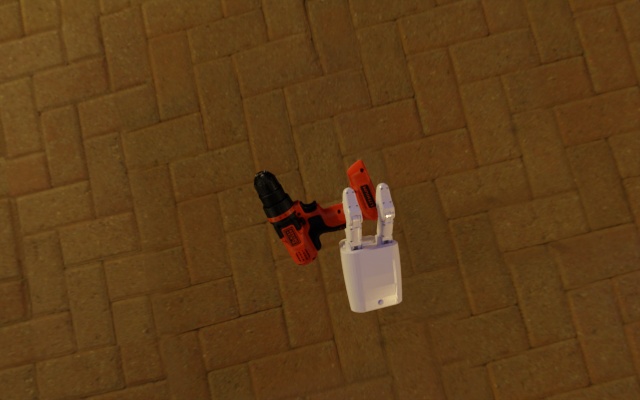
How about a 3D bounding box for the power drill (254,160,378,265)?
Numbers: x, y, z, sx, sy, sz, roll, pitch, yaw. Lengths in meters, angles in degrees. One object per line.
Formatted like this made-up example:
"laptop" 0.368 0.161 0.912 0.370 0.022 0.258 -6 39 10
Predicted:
"power drill" 0.001 0.003 0.811 0.187 0.184 0.057 -24 22 8
